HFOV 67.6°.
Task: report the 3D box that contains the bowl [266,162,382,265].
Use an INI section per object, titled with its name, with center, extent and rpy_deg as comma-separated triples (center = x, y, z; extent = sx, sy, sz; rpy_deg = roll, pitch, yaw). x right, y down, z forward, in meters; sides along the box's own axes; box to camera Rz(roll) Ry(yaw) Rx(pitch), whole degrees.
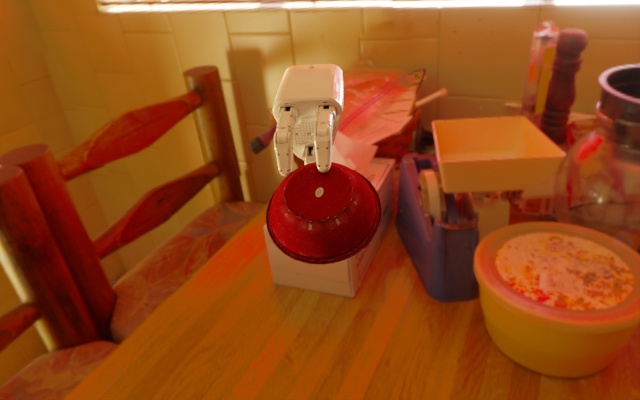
[bowl]
center = 0.000, 0.003, 0.639
extent = 0.162, 0.162, 0.055
rpy_deg = 0, -32, 9
